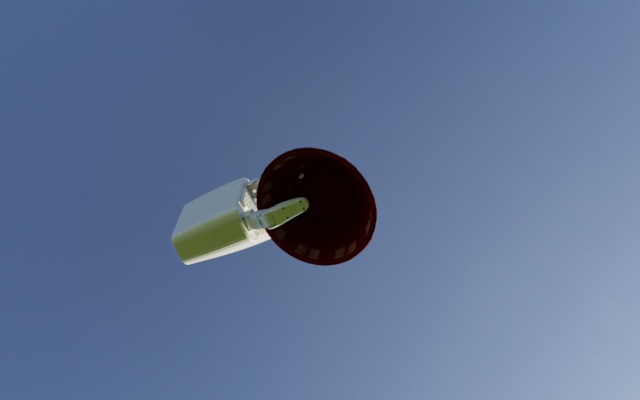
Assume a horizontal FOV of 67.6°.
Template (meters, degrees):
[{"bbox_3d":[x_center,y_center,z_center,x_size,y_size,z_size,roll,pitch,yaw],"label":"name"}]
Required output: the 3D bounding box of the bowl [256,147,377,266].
[{"bbox_3d":[0.001,0.002,0.625,0.162,0.162,0.055,0,22,21],"label":"bowl"}]
